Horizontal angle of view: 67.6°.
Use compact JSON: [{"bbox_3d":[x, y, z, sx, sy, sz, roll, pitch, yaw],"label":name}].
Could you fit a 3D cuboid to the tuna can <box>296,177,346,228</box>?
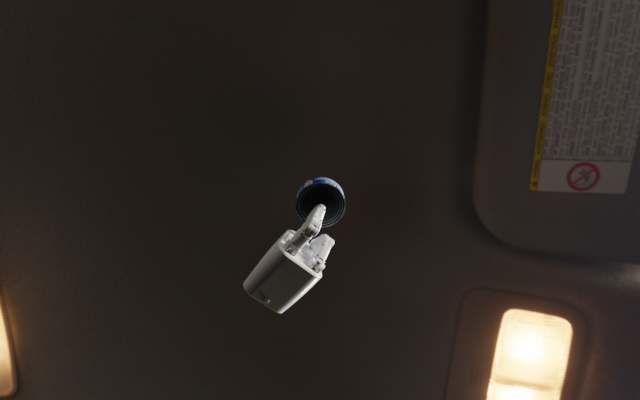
[{"bbox_3d":[0.000,0.002,0.834,0.086,0.086,0.033,0,25,-1],"label":"tuna can"}]
